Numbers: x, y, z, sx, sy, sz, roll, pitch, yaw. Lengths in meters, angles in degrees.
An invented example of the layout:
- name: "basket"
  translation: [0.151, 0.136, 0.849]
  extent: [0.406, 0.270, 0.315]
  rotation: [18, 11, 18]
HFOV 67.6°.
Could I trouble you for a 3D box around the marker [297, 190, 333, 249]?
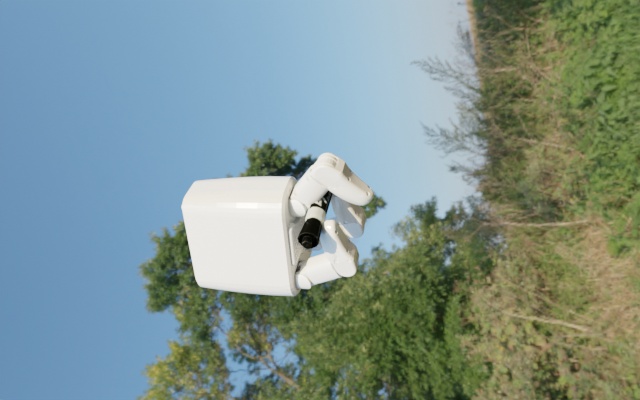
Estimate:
- name: "marker"
  translation: [0.000, 0.001, 0.448]
  extent: [0.020, 0.020, 0.121]
  rotation: [0, 37, 14]
